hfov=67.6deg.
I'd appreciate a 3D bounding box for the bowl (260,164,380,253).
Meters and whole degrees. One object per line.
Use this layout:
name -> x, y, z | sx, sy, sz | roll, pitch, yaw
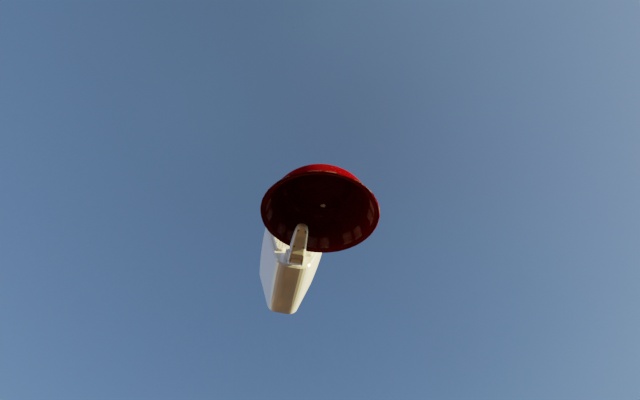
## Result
bowl -> 0.001, 0.001, 0.662 | 0.162, 0.055, 0.162 | 2, -44, 2
